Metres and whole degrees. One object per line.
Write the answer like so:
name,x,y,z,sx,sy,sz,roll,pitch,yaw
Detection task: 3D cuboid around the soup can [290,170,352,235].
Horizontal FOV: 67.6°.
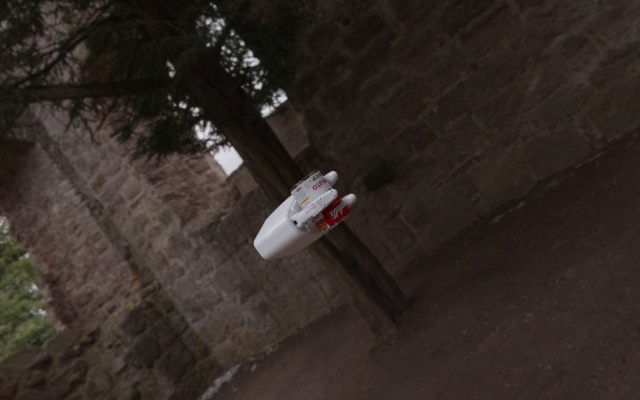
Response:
soup can,0.000,0.002,0.881,0.068,0.102,0.068,-38,-1,-1
